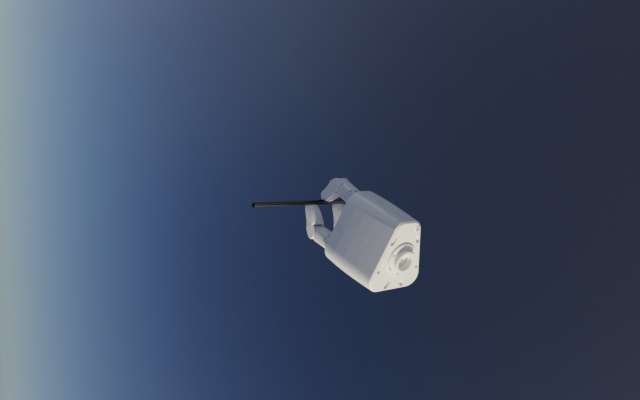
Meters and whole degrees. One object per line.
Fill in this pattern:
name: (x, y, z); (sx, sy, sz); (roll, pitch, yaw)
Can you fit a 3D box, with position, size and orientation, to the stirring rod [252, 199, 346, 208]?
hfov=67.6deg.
stirring rod: (0.000, 0.002, 0.767); (0.239, 0.011, 0.011); (-2, 1, -35)
